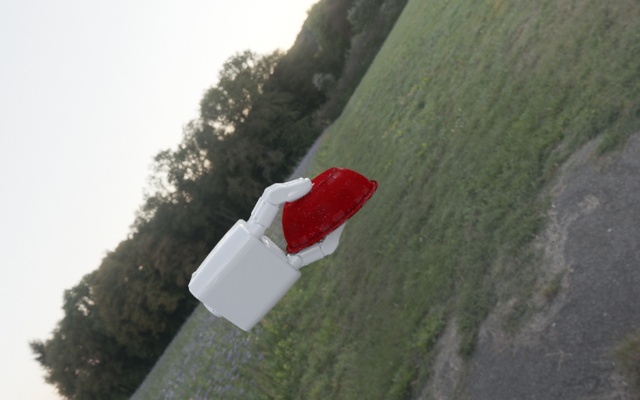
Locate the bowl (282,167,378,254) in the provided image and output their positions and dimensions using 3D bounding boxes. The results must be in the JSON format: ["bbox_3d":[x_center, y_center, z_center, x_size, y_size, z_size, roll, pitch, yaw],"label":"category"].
[{"bbox_3d":[0.001,0.001,0.670,0.162,0.055,0.162,-36,9,7],"label":"bowl"}]
